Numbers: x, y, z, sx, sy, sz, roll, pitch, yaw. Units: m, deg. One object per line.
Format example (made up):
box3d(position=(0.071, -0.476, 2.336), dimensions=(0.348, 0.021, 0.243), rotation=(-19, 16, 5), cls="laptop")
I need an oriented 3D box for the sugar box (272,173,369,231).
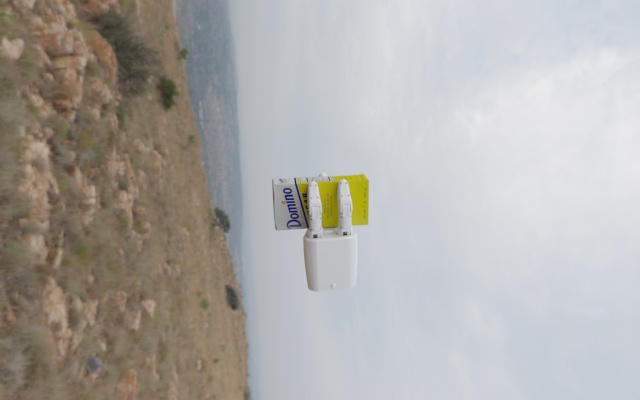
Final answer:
box3d(position=(0.000, 0.003, 0.888), dimensions=(0.176, 0.093, 0.048), rotation=(-5, 20, -8), cls="sugar box")
